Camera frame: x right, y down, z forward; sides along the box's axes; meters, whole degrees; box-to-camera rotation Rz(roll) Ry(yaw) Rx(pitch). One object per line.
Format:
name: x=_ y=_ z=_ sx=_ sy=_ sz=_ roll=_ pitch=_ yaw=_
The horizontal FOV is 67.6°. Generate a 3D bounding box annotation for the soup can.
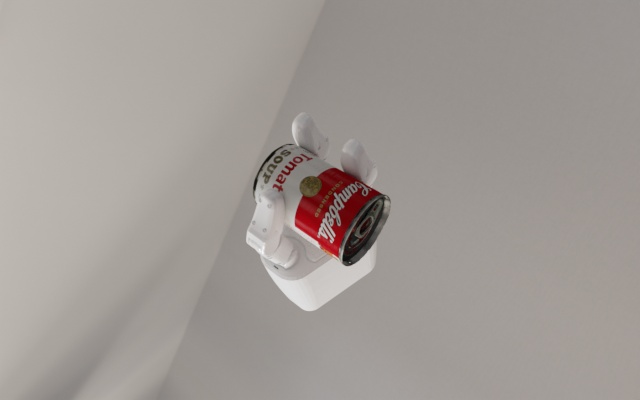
soup can: x=0.000 y=0.001 z=0.414 sx=0.102 sy=0.068 sz=0.068 roll=32 pitch=15 yaw=25
